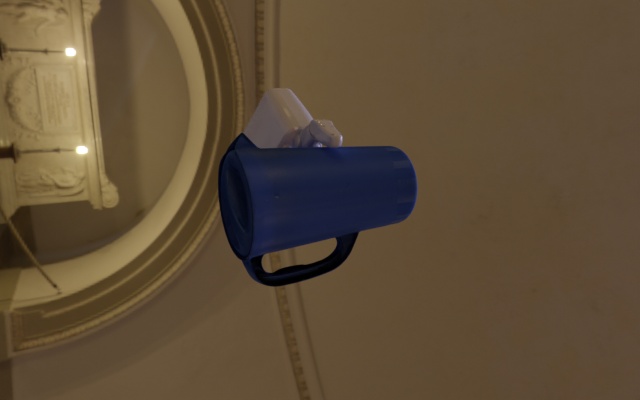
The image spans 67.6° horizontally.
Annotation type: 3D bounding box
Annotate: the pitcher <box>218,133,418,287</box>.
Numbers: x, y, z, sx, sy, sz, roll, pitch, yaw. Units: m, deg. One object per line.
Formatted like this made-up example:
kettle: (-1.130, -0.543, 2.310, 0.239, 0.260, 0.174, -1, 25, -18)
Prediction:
pitcher: (0.000, 0.002, 0.613, 0.243, 0.149, 0.145, -7, 46, -26)
